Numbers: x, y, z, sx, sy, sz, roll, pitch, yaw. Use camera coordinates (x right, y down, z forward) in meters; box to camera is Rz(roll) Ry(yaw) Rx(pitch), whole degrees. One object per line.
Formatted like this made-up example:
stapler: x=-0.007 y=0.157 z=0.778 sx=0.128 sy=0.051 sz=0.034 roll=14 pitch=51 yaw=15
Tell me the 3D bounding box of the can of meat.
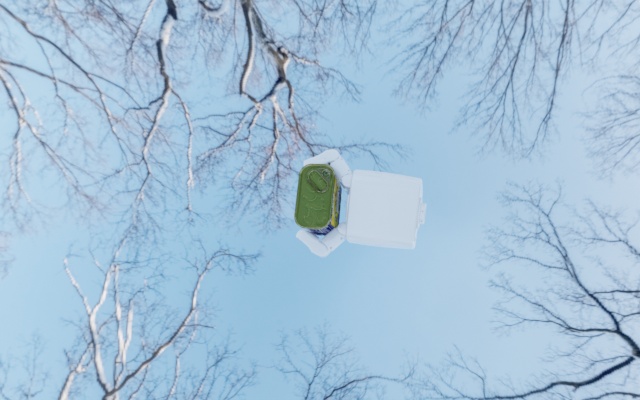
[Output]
can of meat: x=0.000 y=0.003 z=0.760 sx=0.057 sy=0.102 sz=0.084 roll=2 pitch=-13 yaw=14
